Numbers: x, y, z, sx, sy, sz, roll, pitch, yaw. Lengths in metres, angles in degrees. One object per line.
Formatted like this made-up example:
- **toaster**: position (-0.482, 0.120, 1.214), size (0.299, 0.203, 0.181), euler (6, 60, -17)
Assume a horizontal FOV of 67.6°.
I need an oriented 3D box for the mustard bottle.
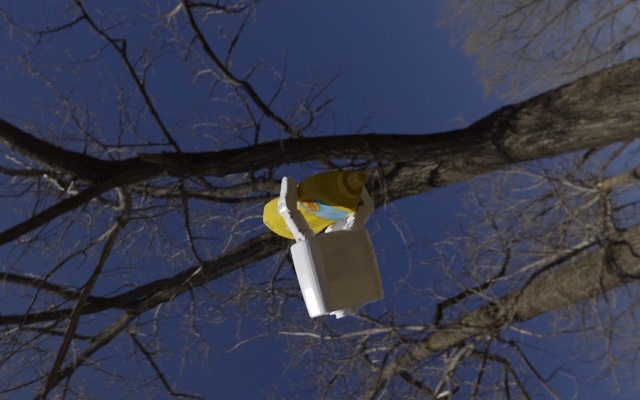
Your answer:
- **mustard bottle**: position (0.000, 0.002, 0.730), size (0.096, 0.058, 0.192), euler (24, -35, -30)
